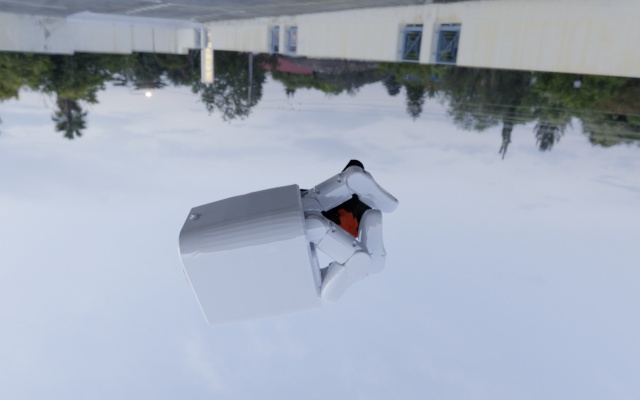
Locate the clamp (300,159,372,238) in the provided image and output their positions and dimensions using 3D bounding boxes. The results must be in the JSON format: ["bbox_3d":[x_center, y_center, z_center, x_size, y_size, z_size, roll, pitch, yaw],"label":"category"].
[{"bbox_3d":[0.000,0.002,0.522,0.120,0.039,0.171,-23,18,5],"label":"clamp"}]
